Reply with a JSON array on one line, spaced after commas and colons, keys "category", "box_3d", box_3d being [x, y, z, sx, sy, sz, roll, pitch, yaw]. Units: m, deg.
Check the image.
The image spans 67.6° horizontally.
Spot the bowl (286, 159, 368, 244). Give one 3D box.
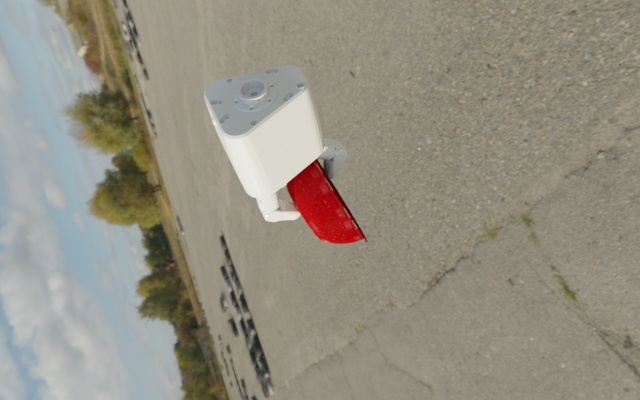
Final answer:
[{"category": "bowl", "box_3d": [0.000, 0.003, 0.656, 0.055, 0.162, 0.162, -32, -3, 4]}]
